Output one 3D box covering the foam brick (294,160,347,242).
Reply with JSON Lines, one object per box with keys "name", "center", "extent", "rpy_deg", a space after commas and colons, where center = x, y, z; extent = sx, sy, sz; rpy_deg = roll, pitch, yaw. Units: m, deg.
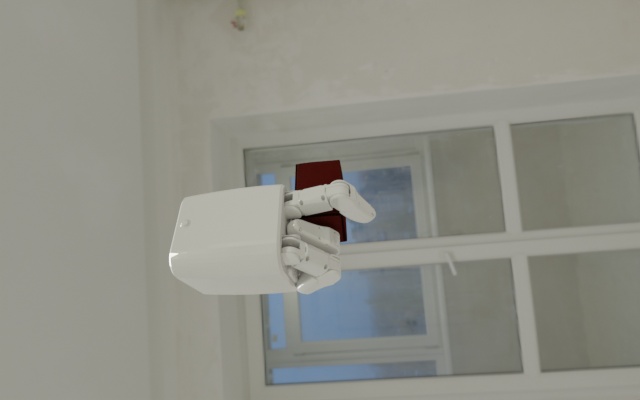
{"name": "foam brick", "center": [0.000, 0.002, 0.521], "extent": [0.051, 0.078, 0.053], "rpy_deg": [-5, -40, 6]}
